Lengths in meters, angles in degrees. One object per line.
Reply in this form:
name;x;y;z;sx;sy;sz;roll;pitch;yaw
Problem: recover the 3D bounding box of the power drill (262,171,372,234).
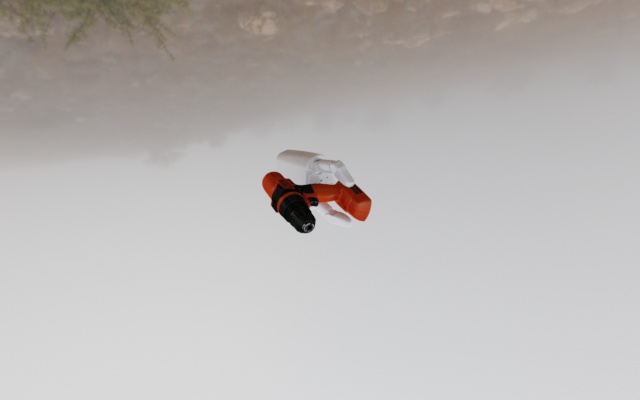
power drill;0.000;0.003;0.898;0.187;0.057;0.184;3;29;-31
